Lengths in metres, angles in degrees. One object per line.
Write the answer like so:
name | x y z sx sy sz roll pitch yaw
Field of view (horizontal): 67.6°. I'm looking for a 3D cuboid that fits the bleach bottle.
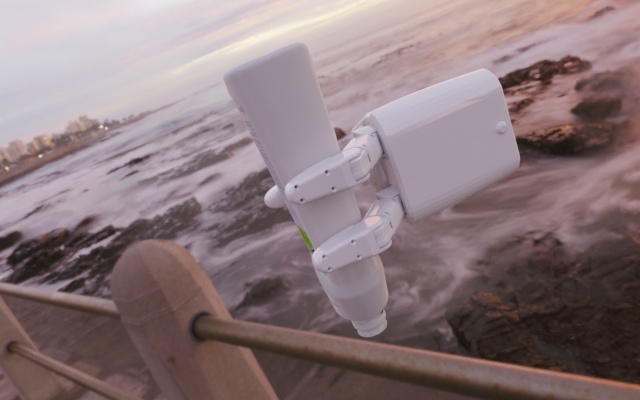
bleach bottle | 0.000 0.001 0.401 0.068 0.251 0.102 -23 18 -4
